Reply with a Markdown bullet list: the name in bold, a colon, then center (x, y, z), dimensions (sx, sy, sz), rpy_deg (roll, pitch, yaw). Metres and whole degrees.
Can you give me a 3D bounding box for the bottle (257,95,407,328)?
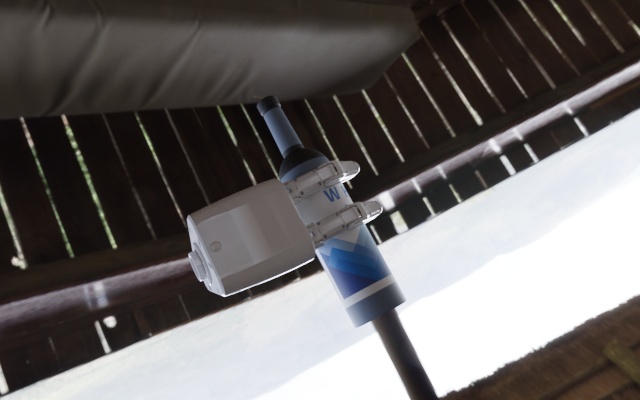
- **bottle**: center (0.000, 0.002, 0.569), dimensions (0.069, 0.295, 0.069), rpy_deg (-27, -13, -7)
